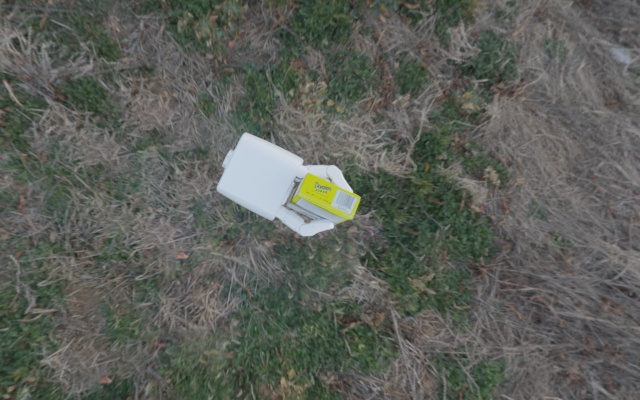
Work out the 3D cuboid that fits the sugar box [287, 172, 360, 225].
[{"bbox_3d":[0.000,0.002,0.804,0.093,0.048,0.176,26,-7,-6],"label":"sugar box"}]
